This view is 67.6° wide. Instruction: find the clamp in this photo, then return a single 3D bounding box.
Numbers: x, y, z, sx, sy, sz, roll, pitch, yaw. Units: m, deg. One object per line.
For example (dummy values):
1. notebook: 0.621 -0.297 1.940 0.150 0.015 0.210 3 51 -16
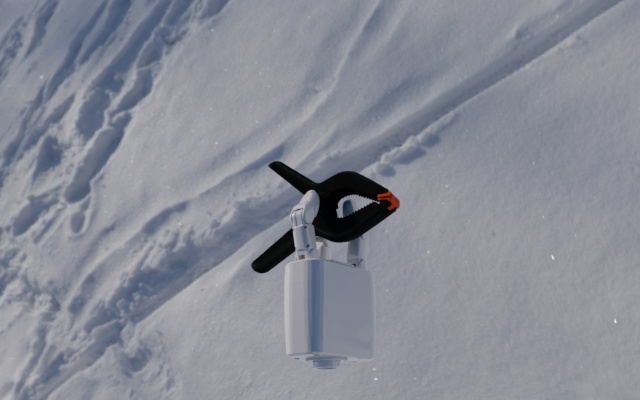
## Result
1. clamp: 0.000 0.002 0.625 0.210 0.164 0.036 -14 -28 28
